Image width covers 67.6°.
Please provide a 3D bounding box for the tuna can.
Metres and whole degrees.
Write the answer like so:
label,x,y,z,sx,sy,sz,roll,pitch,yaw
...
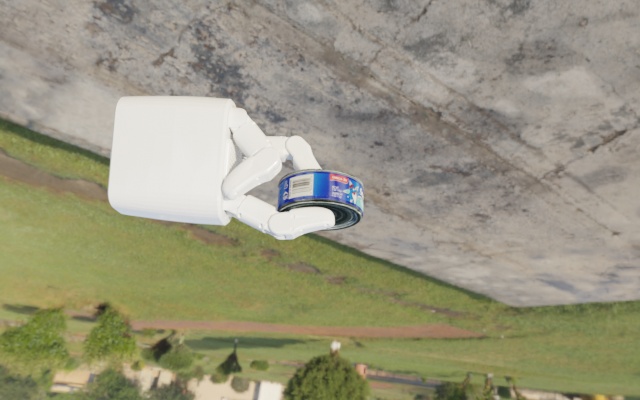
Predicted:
label,x,y,z,sx,sy,sz,roll,pitch,yaw
tuna can,0.000,0.002,0.473,0.086,0.033,0.086,2,-22,1
